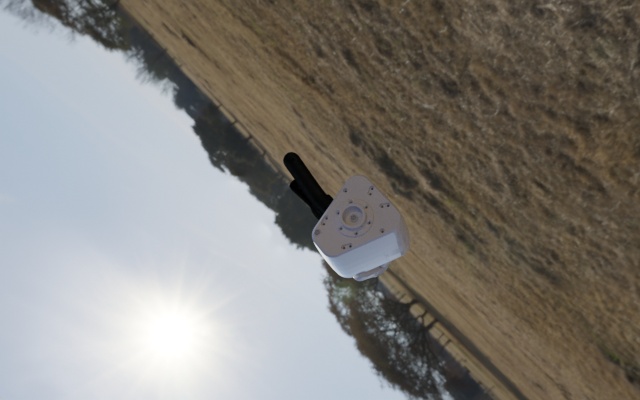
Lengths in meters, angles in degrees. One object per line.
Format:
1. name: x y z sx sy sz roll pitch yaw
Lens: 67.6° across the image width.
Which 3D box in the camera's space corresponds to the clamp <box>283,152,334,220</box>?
1. clamp: 0.000 0.003 0.717 0.171 0.039 0.120 45 -7 24
